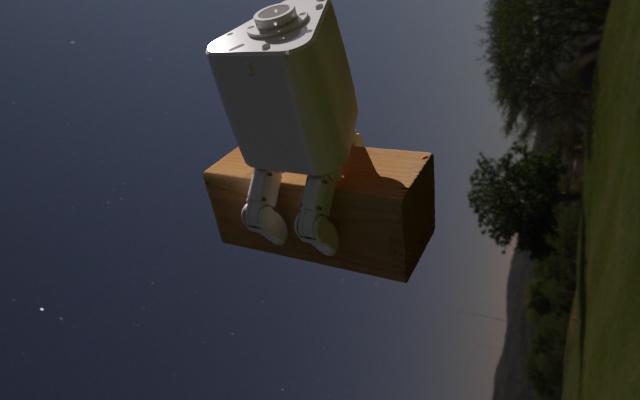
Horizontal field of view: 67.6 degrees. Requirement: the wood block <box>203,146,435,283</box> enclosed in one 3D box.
[{"bbox_3d":[0.000,0.001,0.475,0.206,0.090,0.090,9,35,28],"label":"wood block"}]
